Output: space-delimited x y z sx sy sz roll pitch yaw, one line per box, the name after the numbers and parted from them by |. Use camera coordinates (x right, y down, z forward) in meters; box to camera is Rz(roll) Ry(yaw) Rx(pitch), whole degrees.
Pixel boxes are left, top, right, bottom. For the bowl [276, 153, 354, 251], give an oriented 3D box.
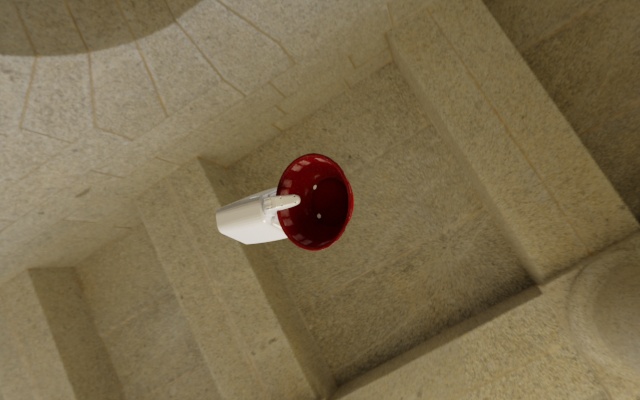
0.001 0.003 0.808 0.162 0.162 0.055 0 0 38 | bowl
